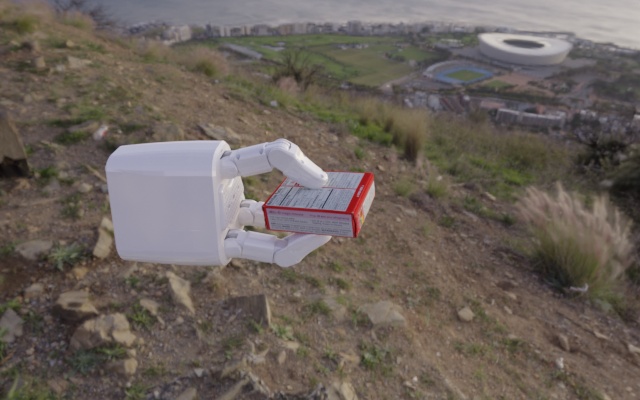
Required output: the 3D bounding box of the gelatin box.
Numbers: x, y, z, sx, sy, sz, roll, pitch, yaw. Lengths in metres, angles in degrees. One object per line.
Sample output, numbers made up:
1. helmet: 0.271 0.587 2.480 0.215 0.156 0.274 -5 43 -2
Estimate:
1. gelatin box: 0.000 0.001 0.448 0.089 0.030 0.073 3 32 20
